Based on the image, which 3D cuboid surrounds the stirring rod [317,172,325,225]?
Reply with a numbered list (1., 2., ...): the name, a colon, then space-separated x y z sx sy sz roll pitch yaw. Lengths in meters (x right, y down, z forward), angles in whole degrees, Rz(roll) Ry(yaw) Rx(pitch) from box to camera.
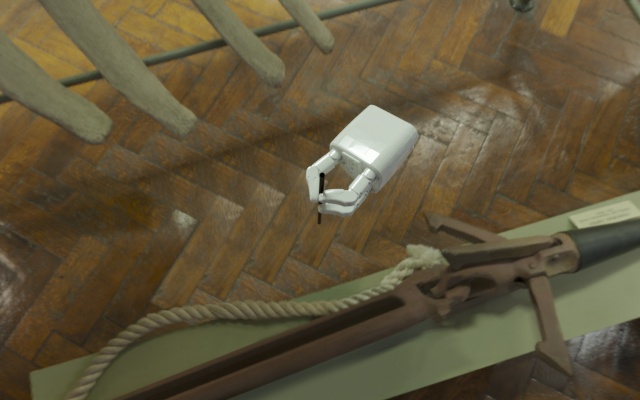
1. stirring rod: 0.000 0.003 0.804 0.011 0.011 0.240 0 -19 -1
